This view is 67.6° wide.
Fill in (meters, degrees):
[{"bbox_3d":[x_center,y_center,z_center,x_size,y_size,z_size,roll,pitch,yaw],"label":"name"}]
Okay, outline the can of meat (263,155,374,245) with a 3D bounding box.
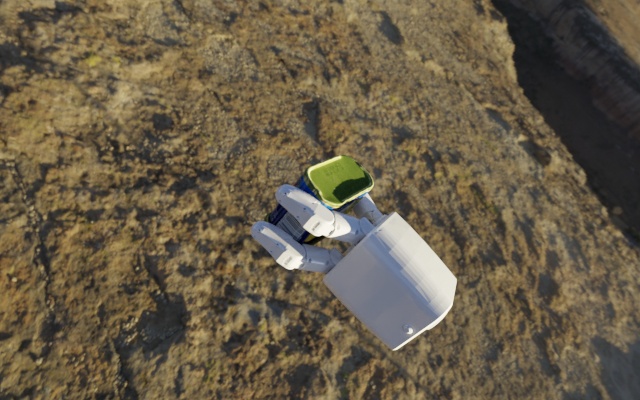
[{"bbox_3d":[0.000,0.001,0.516,0.084,0.057,0.102,-49,-12,36],"label":"can of meat"}]
